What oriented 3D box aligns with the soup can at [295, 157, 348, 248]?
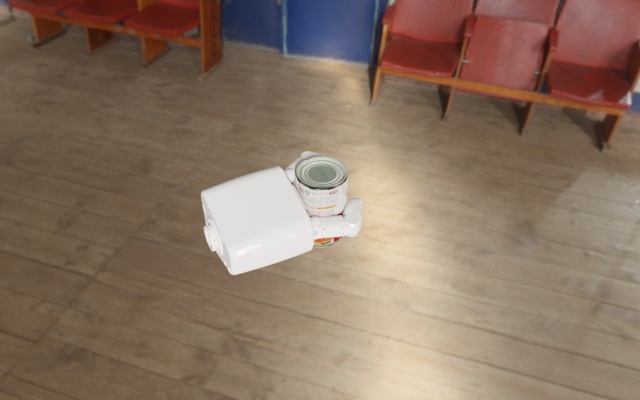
[{"bbox_3d":[0.001,0.002,0.626,0.068,0.102,0.068,1,40,-1],"label":"soup can"}]
